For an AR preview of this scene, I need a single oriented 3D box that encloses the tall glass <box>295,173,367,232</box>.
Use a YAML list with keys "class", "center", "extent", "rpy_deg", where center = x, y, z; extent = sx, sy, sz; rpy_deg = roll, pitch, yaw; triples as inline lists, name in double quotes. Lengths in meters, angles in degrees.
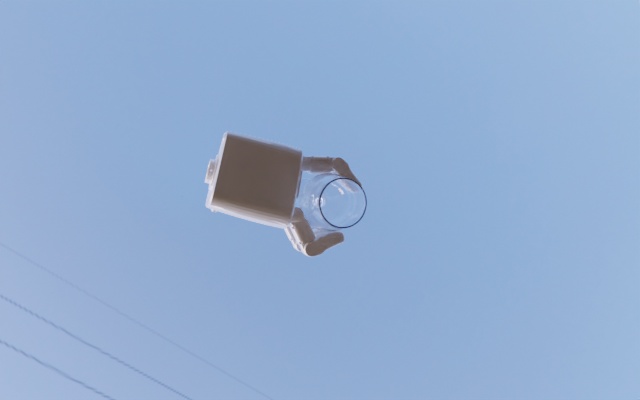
- class: "tall glass"
  center: [0.000, 0.002, 0.671]
  extent: [0.079, 0.079, 0.201]
  rpy_deg: [0, 1, -16]
